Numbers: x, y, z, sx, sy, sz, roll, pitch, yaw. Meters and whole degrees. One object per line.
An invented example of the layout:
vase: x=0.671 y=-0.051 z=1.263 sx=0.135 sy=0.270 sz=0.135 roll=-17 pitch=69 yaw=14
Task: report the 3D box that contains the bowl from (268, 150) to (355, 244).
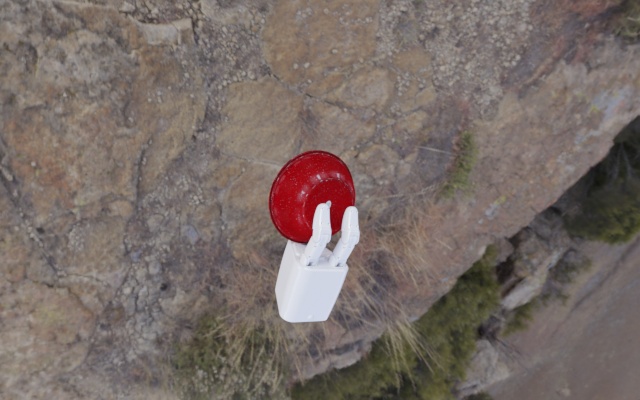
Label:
bowl: x=0.000 y=0.001 z=0.772 sx=0.162 sy=0.162 sz=0.055 roll=0 pitch=15 yaw=-31
